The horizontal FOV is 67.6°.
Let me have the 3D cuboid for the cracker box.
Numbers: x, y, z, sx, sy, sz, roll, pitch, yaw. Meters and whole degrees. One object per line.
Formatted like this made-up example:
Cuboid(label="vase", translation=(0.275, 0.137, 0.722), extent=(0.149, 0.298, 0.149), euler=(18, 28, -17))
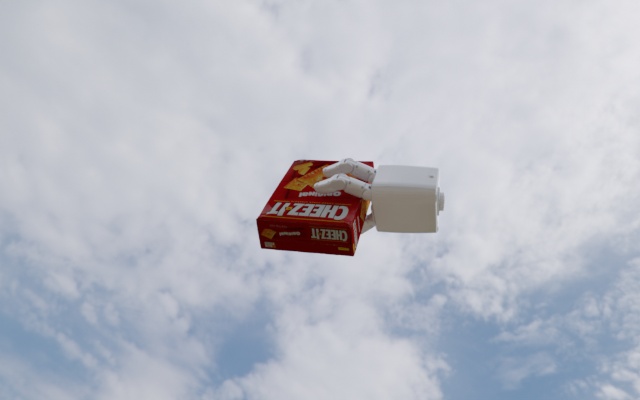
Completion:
Cuboid(label="cracker box", translation=(0.000, 0.003, 0.855), extent=(0.164, 0.072, 0.213), euler=(3, 33, 16))
